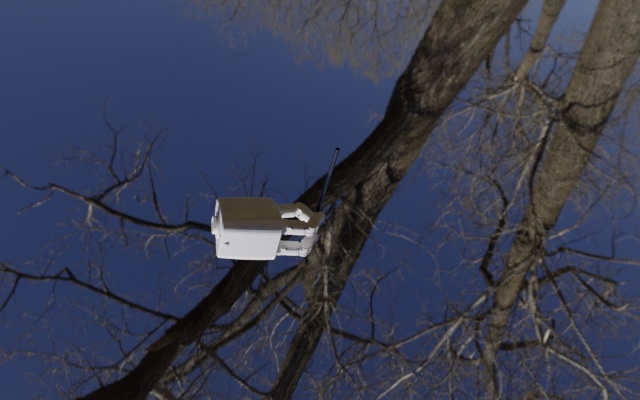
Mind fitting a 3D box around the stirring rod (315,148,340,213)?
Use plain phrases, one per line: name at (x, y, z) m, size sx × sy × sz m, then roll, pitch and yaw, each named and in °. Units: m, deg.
stirring rod at (0.000, 0.003, 0.882) m, size 0.011 × 0.240 × 0.011 m, roll 11°, pitch 39°, yaw -9°
